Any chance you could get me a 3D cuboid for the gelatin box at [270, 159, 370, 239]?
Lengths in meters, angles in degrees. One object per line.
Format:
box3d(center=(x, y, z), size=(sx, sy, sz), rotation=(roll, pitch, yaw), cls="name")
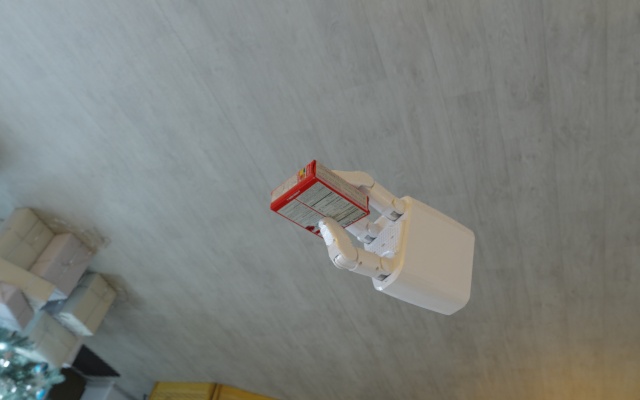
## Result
box3d(center=(0.000, 0.002, 0.538), size=(0.089, 0.030, 0.073), rotation=(31, -49, -32), cls="gelatin box")
